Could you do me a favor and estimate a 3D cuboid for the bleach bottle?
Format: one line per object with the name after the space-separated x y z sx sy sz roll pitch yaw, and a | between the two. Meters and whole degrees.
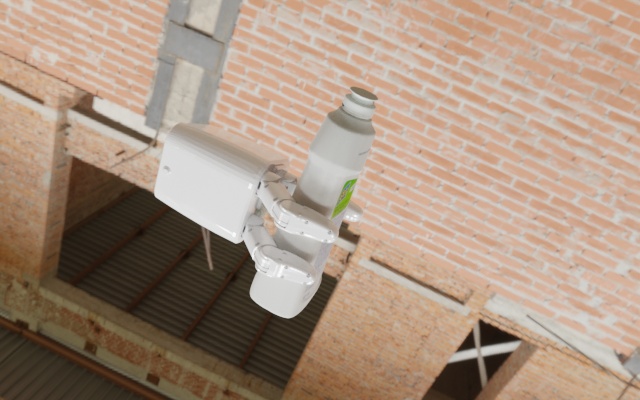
0.000 0.002 0.501 0.068 0.251 0.102 27 28 8 | bleach bottle
